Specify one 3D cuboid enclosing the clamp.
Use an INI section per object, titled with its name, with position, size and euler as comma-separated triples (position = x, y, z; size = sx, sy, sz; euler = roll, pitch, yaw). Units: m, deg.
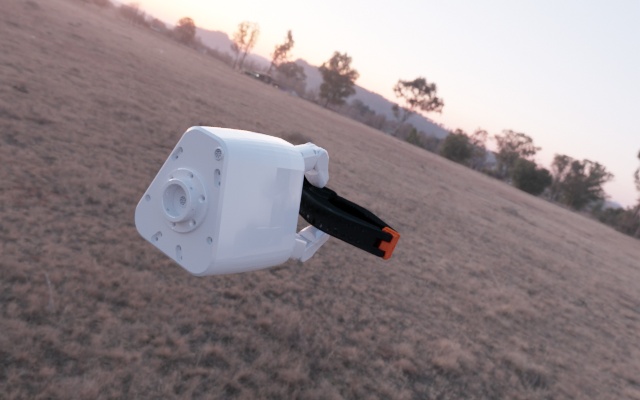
[clamp]
position = 0.001, 0.001, 0.534
size = 0.210, 0.036, 0.164
euler = 28, 14, 26
